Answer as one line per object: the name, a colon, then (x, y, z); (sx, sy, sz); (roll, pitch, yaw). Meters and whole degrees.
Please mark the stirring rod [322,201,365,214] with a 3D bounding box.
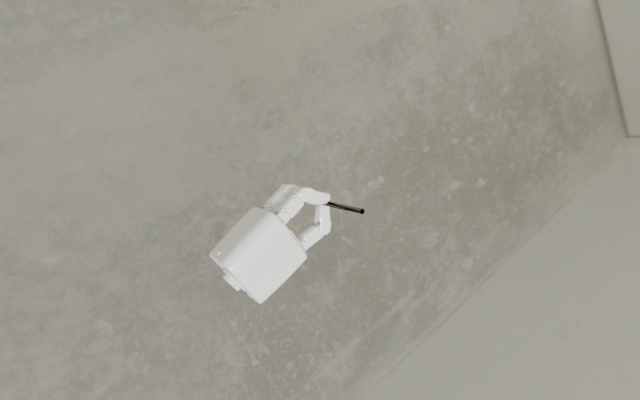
stirring rod: (0.000, 0.003, 0.775); (0.011, 0.011, 0.239); (0, 6, -29)
